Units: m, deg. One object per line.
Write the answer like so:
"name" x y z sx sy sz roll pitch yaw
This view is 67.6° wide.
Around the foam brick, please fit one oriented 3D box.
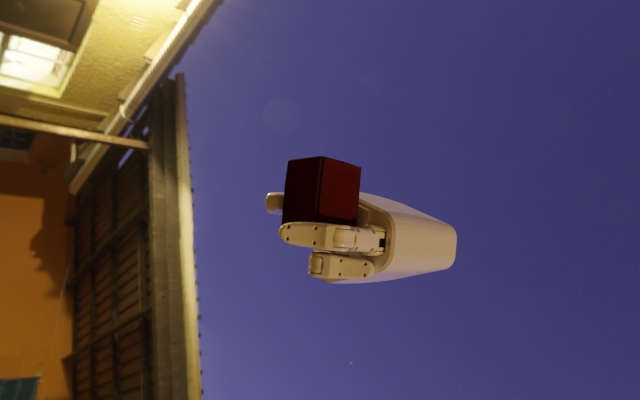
"foam brick" 0.000 0.001 0.452 0.051 0.078 0.053 8 -3 -40
